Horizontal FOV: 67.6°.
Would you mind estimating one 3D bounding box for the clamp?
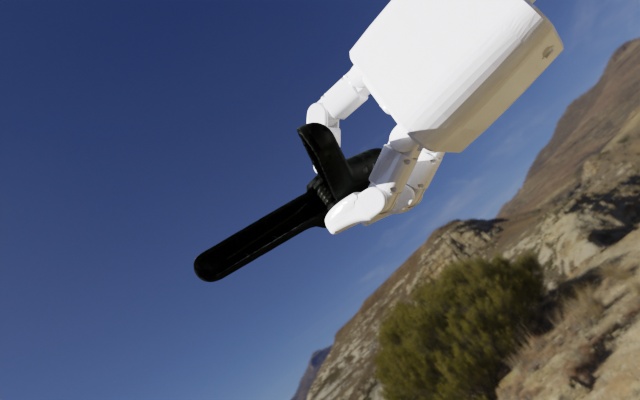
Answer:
[{"bbox_3d":[0.000,0.000,0.403,0.165,0.036,0.210,-43,-18,28],"label":"clamp"}]
